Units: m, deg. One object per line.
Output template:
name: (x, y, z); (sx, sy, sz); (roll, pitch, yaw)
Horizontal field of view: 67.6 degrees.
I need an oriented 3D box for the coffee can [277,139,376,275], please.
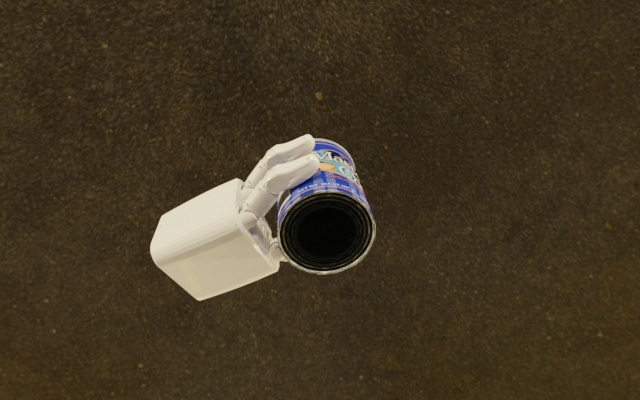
coffee can: (0.000, 0.002, 0.549); (0.103, 0.103, 0.140); (0, 29, -6)
